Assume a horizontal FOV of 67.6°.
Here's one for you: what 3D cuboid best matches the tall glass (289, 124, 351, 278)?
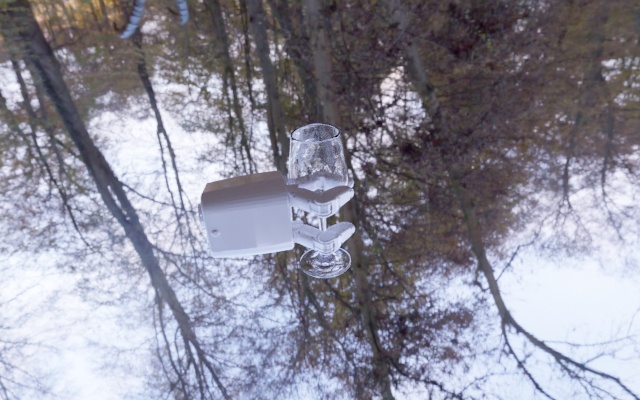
[{"bbox_3d":[0.000,0.003,0.640,0.079,0.201,0.079,-3,30,2],"label":"tall glass"}]
